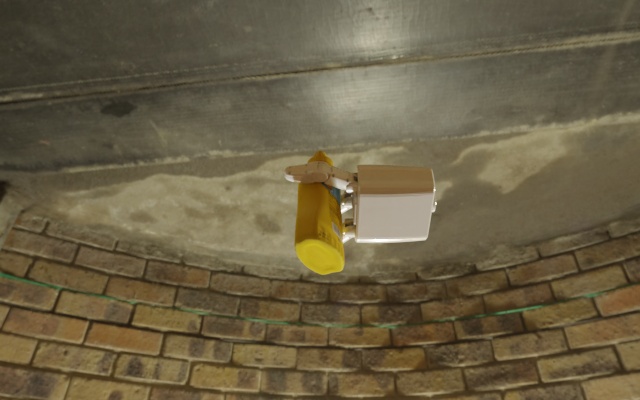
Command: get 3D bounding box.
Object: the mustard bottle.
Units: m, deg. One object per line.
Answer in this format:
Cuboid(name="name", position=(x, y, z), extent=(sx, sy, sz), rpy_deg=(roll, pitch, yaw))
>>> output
Cuboid(name="mustard bottle", position=(0.000, 0.003, 0.688), extent=(0.058, 0.191, 0.096), rpy_deg=(-16, -41, 19))
